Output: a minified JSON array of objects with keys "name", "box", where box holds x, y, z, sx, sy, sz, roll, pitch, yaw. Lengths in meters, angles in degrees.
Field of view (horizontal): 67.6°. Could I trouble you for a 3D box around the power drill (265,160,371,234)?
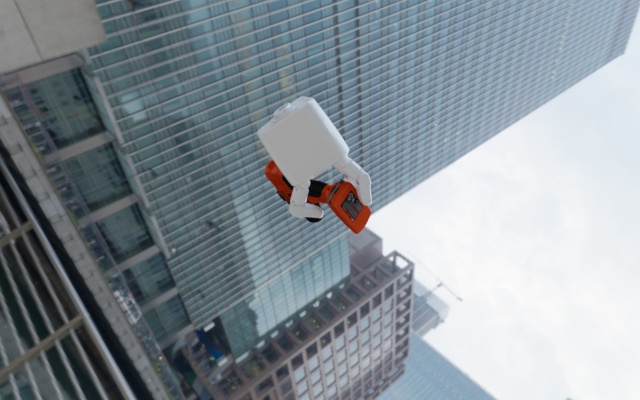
[{"name":"power drill","box":[0.000,0.003,0.891,0.187,0.057,0.184,17,-22,42]}]
